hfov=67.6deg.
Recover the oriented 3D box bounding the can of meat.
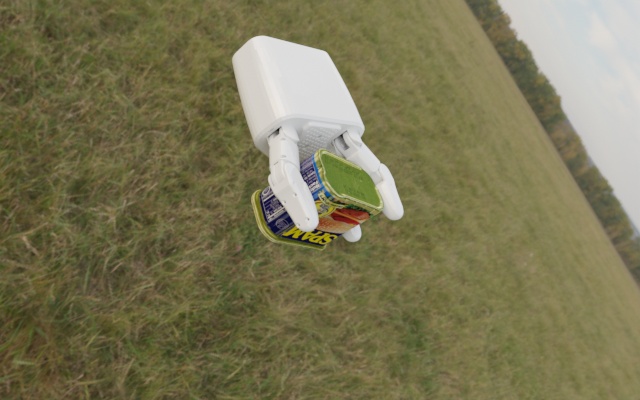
[{"bbox_3d":[0.000,0.001,0.463,0.084,0.057,0.102,-34,-30,27],"label":"can of meat"}]
